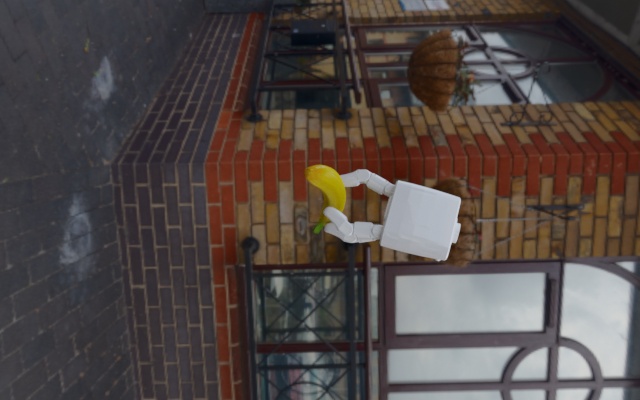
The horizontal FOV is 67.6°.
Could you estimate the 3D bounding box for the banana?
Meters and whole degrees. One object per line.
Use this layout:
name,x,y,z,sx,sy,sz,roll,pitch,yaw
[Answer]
banana,0.012,-0.009,0.773,0.037,0.069,0.198,32,-23,22
